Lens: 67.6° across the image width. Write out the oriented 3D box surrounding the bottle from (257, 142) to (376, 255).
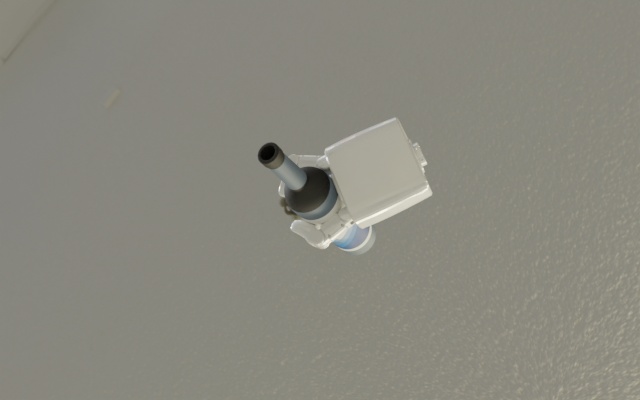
[{"bbox_3d":[0.000,0.002,0.656,0.069,0.069,0.296,0,-22,26],"label":"bottle"}]
